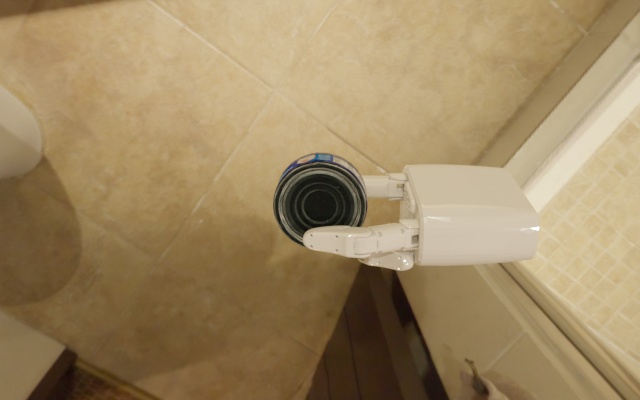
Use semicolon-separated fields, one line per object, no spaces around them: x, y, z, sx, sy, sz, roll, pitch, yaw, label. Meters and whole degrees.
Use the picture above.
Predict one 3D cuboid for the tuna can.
0.000;0.002;0.436;0.086;0.086;0.033;0;18;3;tuna can
